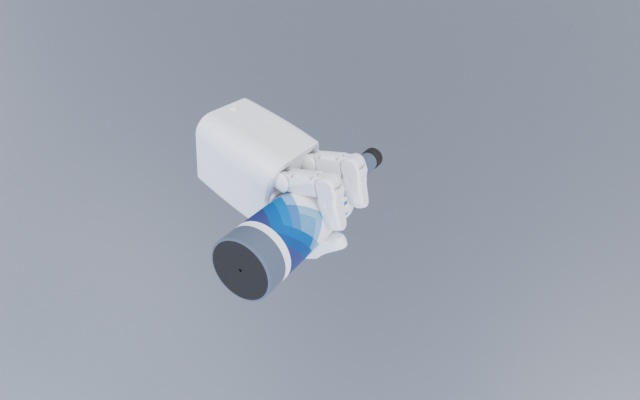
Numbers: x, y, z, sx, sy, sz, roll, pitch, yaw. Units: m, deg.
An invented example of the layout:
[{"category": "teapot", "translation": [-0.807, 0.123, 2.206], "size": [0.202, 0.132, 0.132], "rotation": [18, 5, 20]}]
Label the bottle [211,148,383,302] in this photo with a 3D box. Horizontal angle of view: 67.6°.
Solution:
[{"category": "bottle", "translation": [0.000, 0.002, 0.539], "size": [0.069, 0.069, 0.295], "rotation": [0, 25, 33]}]
